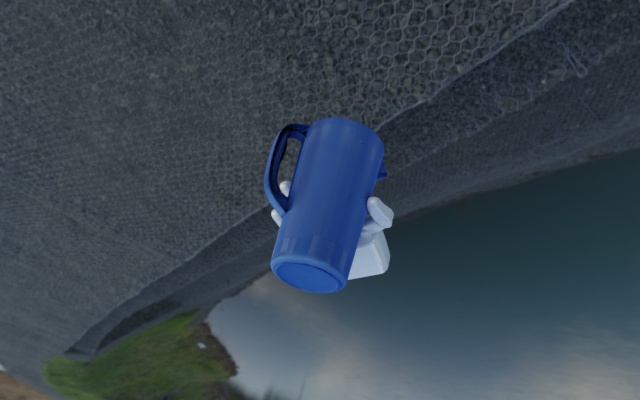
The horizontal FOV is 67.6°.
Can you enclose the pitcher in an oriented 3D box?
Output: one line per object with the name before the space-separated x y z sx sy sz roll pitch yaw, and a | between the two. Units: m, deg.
pitcher | 0.000 0.002 0.703 0.149 0.242 0.145 2 -34 22
